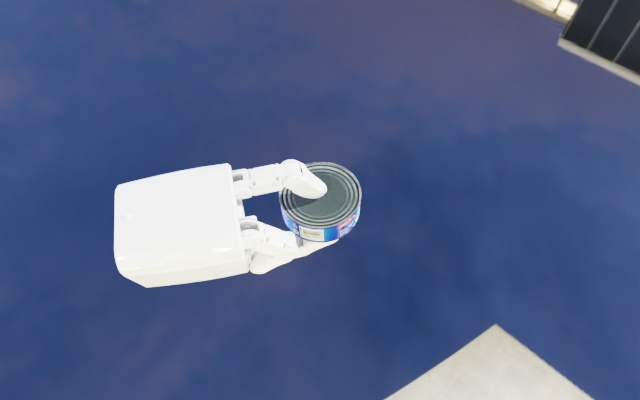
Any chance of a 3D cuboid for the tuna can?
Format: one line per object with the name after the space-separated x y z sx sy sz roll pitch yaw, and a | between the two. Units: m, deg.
0.000 0.002 0.510 0.086 0.086 0.034 0 -36 2 | tuna can
